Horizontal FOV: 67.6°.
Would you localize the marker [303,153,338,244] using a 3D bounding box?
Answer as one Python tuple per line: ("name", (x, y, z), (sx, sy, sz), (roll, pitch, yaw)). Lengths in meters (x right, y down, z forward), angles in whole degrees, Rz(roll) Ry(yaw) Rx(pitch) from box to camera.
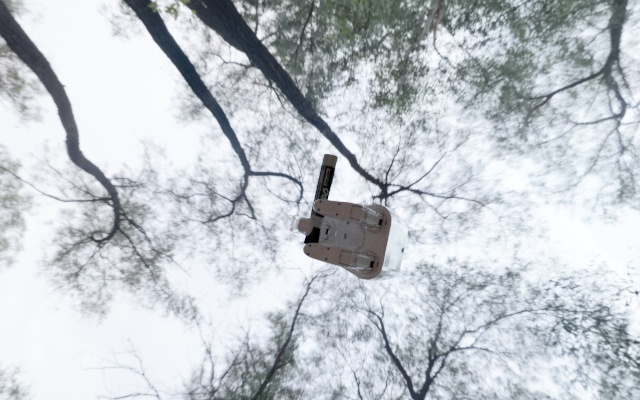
("marker", (0.000, 0.002, 0.594), (0.020, 0.121, 0.020), (13, -5, 1))
